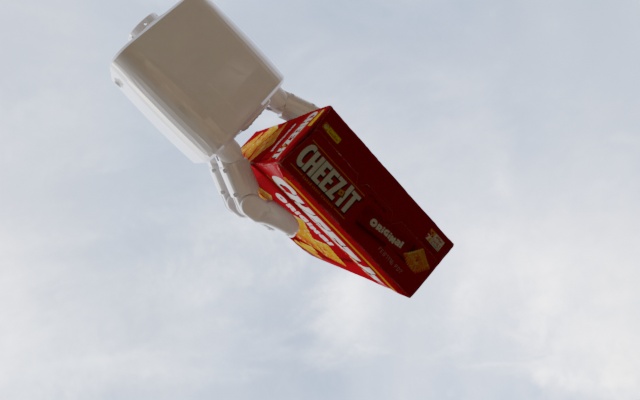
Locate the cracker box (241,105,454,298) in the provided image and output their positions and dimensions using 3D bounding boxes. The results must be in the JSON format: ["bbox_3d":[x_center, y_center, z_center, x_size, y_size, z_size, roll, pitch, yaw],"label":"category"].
[{"bbox_3d":[0.000,0.001,0.471,0.164,0.072,0.213,45,-13,-18],"label":"cracker box"}]
